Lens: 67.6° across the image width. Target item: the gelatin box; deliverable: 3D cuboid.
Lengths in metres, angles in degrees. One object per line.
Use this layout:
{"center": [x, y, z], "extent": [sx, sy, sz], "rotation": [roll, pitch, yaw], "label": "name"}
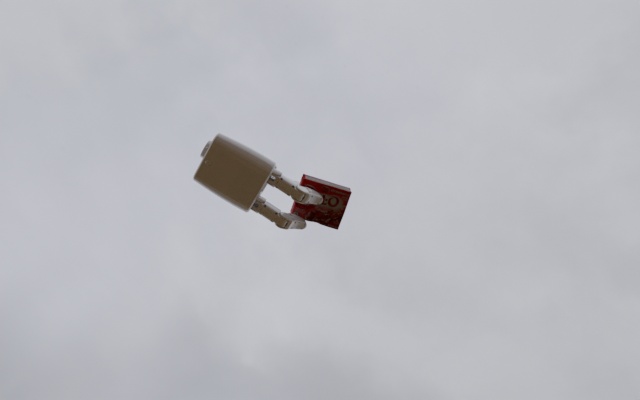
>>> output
{"center": [0.000, 0.003, 0.824], "extent": [0.089, 0.073, 0.030], "rotation": [17, 17, -8], "label": "gelatin box"}
